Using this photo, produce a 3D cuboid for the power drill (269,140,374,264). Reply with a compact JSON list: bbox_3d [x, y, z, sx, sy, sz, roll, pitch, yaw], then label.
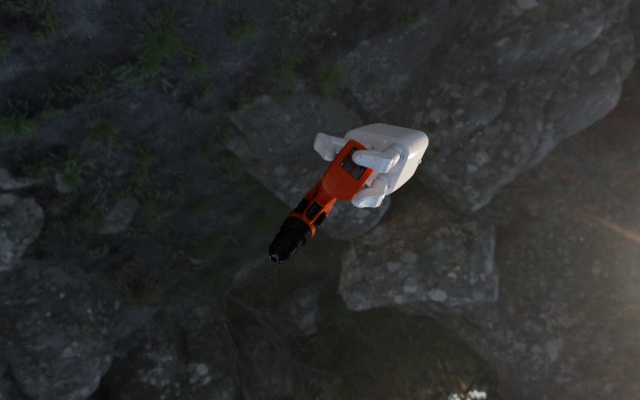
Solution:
[{"bbox_3d":[0.000,0.002,0.735,0.057,0.184,0.188,39,-38,-5],"label":"power drill"}]
